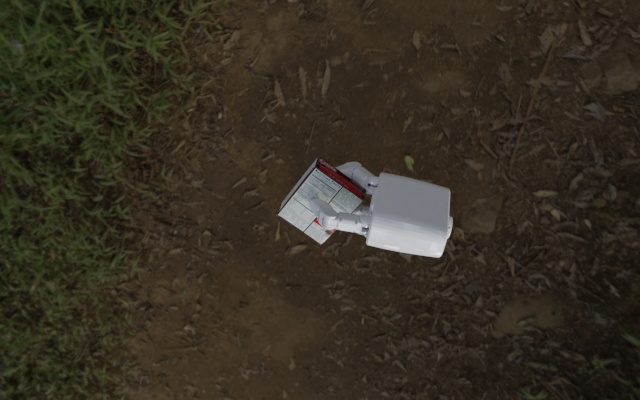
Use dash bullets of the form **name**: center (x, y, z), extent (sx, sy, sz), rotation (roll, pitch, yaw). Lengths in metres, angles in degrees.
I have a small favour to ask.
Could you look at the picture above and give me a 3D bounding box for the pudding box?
- **pudding box**: center (0.000, 0.002, 0.723), extent (0.090, 0.113, 0.039), rotation (35, 29, -9)
